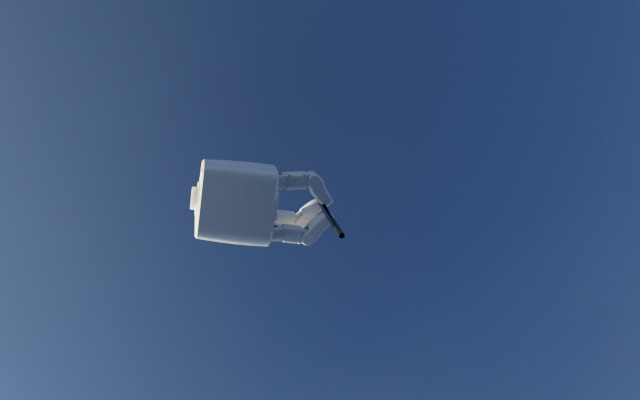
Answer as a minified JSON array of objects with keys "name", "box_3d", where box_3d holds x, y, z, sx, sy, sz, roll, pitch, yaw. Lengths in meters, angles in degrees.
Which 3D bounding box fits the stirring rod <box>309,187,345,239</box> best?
[{"name":"stirring rod","box_3d":[0.000,0.002,0.733,0.011,0.011,0.239,0,21,-14]}]
